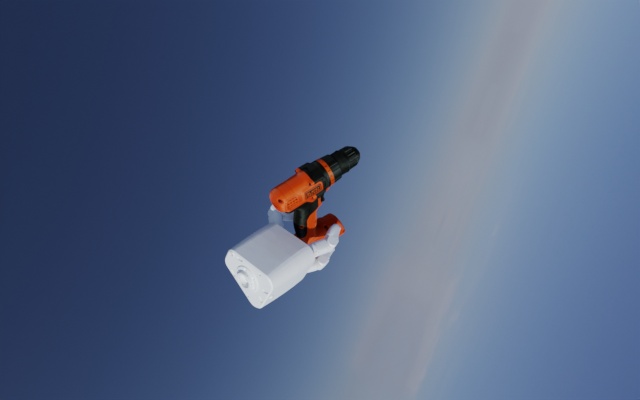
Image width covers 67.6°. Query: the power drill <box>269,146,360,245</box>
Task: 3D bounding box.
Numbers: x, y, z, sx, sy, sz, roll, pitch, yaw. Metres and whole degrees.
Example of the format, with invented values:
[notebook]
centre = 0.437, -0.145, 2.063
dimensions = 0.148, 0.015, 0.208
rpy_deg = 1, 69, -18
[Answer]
[power drill]
centre = 0.000, 0.003, 0.879
dimensions = 0.184, 0.188, 0.057
rpy_deg = -31, 50, -19
